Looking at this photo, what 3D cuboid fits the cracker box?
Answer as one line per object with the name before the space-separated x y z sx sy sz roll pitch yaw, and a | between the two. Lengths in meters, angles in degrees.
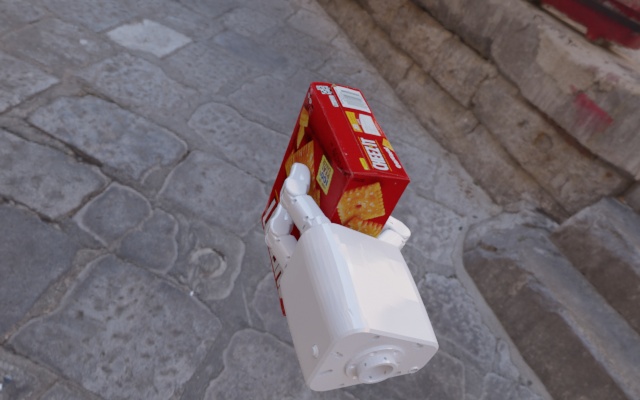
cracker box | 0.000 0.002 0.535 0.072 0.214 0.164 6 41 -23
